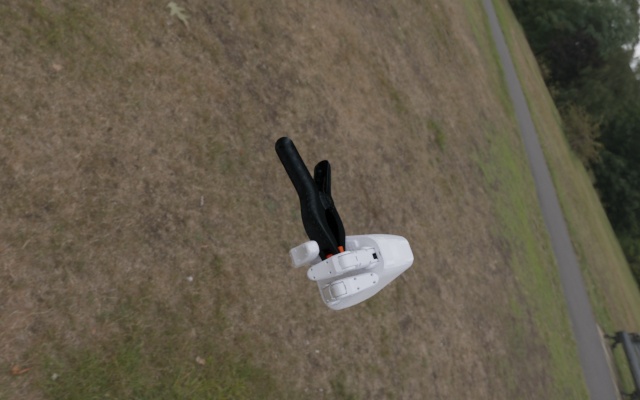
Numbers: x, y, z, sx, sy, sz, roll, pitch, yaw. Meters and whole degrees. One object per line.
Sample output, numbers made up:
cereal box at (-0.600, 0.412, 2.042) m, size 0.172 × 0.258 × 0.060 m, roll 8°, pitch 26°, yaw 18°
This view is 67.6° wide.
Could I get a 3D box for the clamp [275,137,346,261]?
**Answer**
clamp at (0.001, 0.002, 0.631) m, size 0.039 × 0.171 × 0.120 m, roll -25°, pitch -15°, yaw 29°
